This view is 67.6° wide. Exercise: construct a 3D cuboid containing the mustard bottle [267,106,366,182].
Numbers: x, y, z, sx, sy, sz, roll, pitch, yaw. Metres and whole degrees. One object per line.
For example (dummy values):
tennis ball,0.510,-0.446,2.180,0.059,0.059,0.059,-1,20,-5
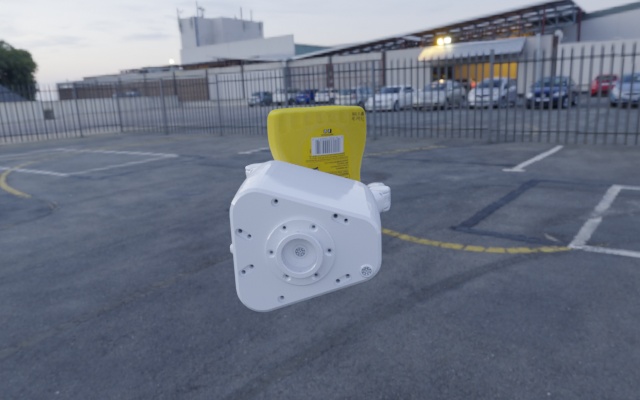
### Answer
mustard bottle,0.000,0.001,0.490,0.096,0.192,0.058,-8,14,-22
